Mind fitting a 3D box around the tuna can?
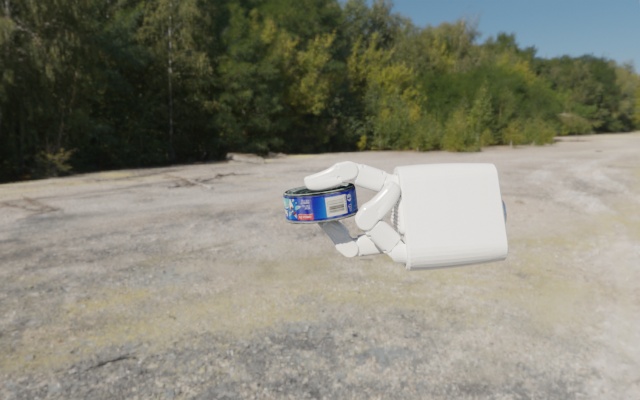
[{"bbox_3d":[0.000,0.001,0.555,0.086,0.034,0.086,-7,9,1],"label":"tuna can"}]
